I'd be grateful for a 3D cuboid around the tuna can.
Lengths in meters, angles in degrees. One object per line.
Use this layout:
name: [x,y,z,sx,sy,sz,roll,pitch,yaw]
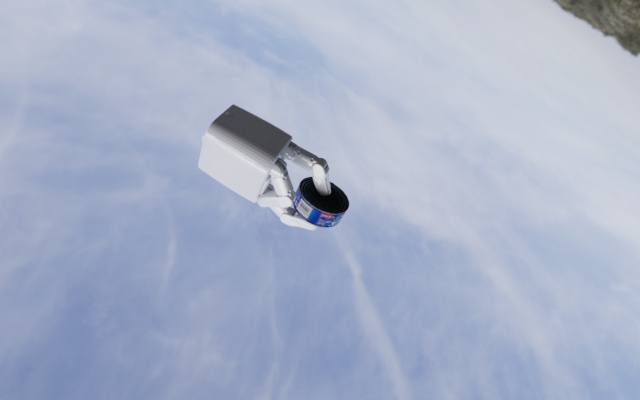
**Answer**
tuna can: [0.000,0.003,0.755,0.086,0.034,0.086,19,35,-14]
